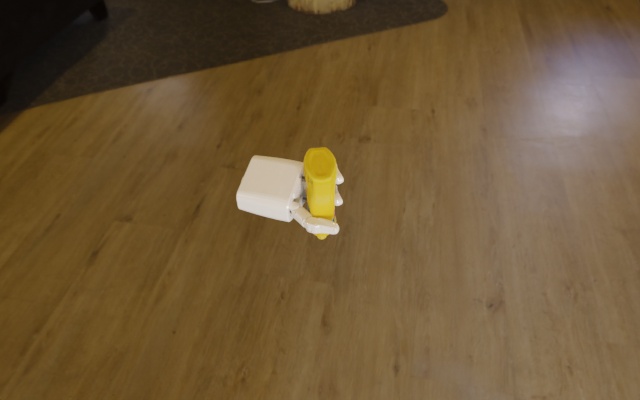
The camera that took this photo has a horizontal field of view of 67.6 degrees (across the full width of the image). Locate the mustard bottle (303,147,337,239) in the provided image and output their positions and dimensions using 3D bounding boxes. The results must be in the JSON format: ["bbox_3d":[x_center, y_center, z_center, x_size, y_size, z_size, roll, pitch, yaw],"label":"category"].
[{"bbox_3d":[0.000,0.003,0.887,0.058,0.192,0.096,-5,44,-5],"label":"mustard bottle"}]
